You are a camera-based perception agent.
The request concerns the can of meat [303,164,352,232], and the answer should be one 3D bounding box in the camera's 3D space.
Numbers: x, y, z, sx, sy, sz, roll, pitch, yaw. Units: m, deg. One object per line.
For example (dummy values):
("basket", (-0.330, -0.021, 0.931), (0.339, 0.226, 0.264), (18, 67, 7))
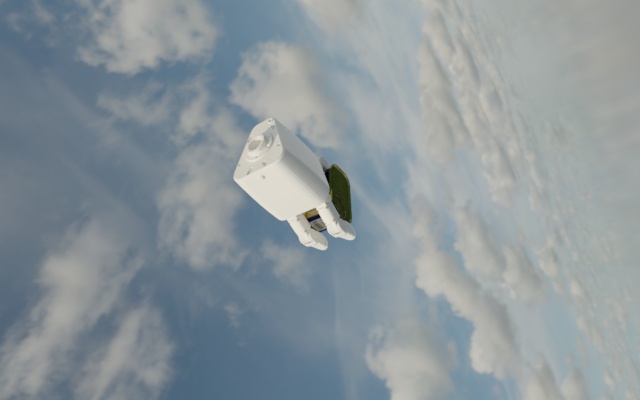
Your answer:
("can of meat", (0.000, 0.003, 0.782), (0.084, 0.102, 0.057), (-22, -41, 27))
